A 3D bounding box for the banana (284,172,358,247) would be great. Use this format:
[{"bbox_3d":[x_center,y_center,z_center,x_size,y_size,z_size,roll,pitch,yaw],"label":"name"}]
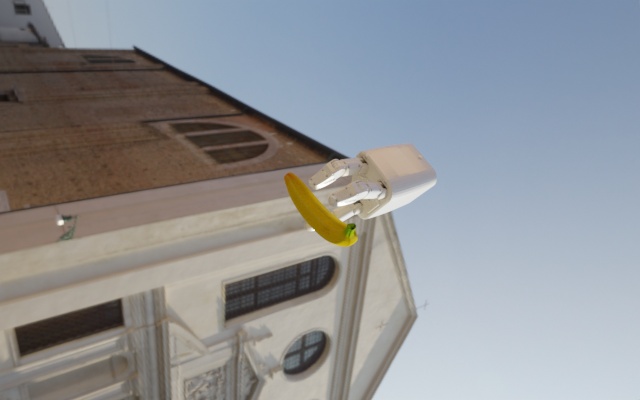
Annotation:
[{"bbox_3d":[0.003,0.020,0.729,0.037,0.070,0.197,-19,34,-27],"label":"banana"}]
